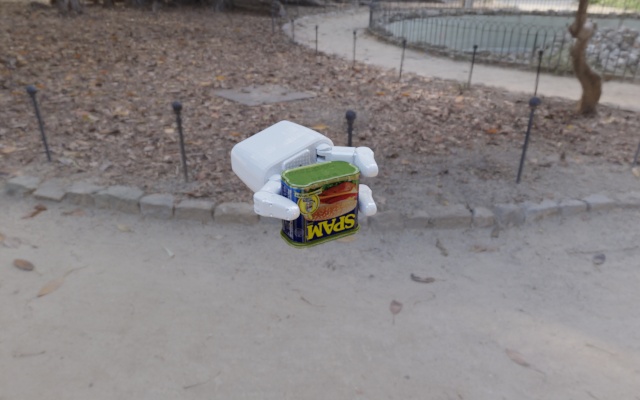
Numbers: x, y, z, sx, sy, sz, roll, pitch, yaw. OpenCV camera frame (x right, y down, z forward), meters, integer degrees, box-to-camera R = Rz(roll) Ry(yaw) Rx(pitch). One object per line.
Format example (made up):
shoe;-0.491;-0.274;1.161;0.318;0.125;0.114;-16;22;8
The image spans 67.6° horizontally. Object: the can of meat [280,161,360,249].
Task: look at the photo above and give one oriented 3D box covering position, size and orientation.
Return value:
can of meat;0.000;0.002;0.589;0.102;0.084;0.057;-14;30;-27
